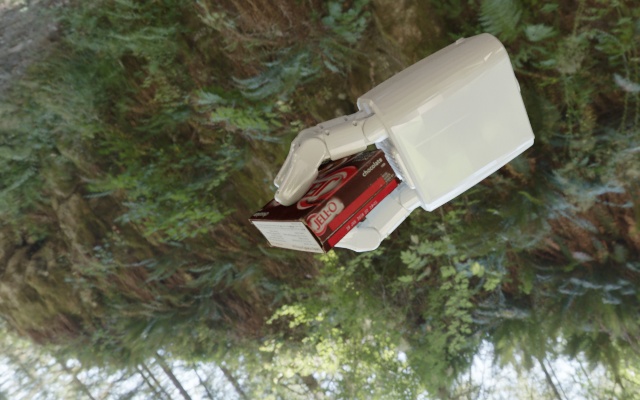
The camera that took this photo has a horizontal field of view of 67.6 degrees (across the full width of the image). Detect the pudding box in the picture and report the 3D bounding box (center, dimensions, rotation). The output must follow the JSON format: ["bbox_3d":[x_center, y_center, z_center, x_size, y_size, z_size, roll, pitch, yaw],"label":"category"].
[{"bbox_3d":[0.000,0.001,0.403,0.090,0.039,0.113,-40,14,-24],"label":"pudding box"}]
